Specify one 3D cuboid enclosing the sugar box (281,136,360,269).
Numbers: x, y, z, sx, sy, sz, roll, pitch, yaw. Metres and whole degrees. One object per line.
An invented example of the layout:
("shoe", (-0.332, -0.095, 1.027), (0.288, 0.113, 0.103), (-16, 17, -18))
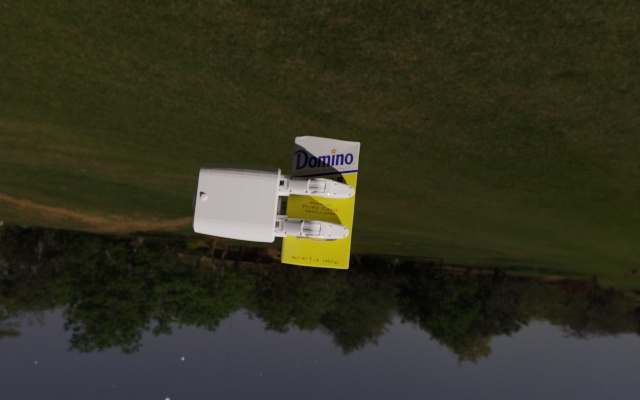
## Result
("sugar box", (0.000, 0.002, 0.660), (0.093, 0.176, 0.048), (6, -5, -4))
